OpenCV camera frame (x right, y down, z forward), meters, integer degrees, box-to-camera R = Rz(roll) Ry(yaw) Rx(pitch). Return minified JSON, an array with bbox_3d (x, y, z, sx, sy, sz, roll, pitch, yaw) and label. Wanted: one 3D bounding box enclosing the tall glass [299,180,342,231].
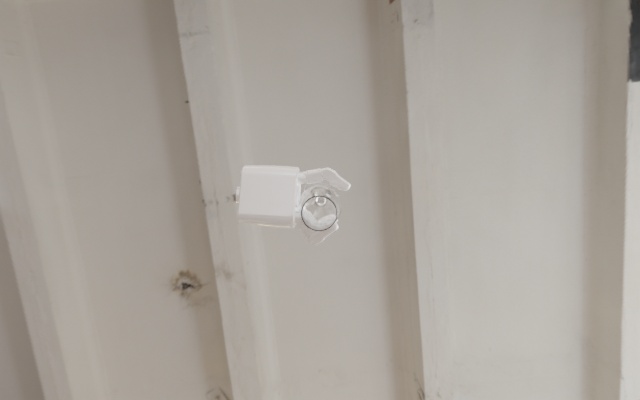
[{"bbox_3d":[0.000,0.003,0.899,0.079,0.079,0.201,0,11,1],"label":"tall glass"}]
